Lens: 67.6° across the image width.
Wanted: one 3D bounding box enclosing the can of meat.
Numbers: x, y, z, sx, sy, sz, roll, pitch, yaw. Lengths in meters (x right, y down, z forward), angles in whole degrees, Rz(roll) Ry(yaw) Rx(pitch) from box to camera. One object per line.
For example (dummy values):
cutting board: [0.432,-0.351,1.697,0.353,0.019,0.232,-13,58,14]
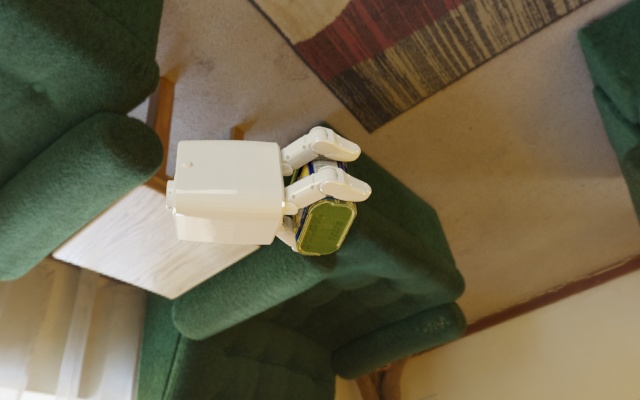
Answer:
can of meat: [0.000,0.002,0.543,0.057,0.083,0.102,4,-41,-15]
